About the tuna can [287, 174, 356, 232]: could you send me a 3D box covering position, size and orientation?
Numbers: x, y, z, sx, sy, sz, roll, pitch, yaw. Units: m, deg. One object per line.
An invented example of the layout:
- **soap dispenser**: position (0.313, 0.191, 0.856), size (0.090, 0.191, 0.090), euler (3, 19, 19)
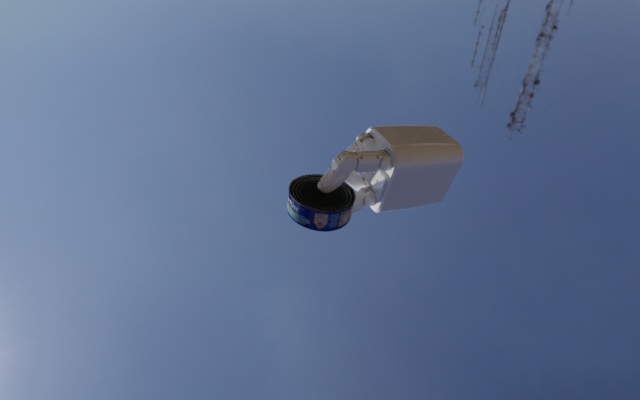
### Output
- **tuna can**: position (0.000, 0.002, 0.613), size (0.086, 0.034, 0.086), euler (7, 33, -4)
